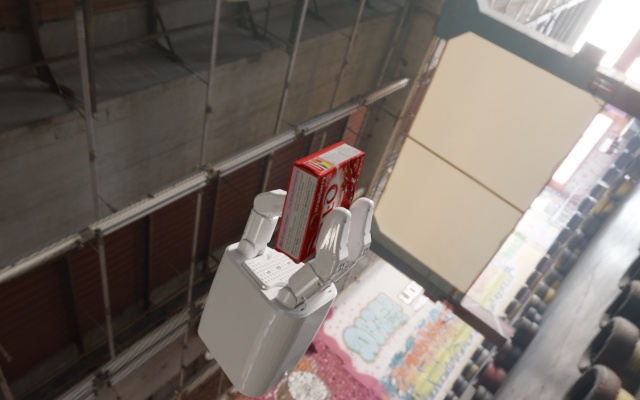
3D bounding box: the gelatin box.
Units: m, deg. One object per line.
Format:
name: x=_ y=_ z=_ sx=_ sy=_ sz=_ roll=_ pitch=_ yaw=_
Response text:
gelatin box: x=0.000 y=0.001 z=0.410 sx=0.030 sy=0.089 sz=0.073 roll=28 pitch=33 yaw=23
